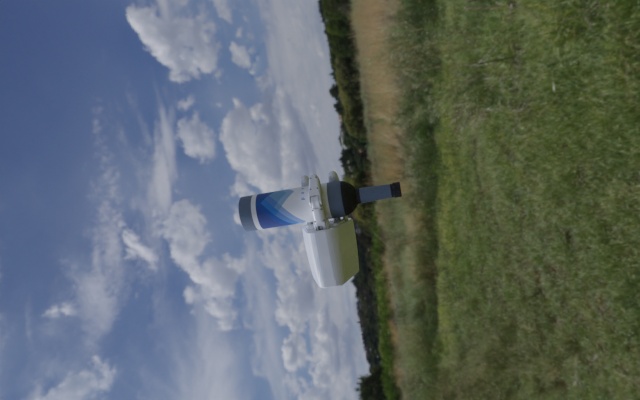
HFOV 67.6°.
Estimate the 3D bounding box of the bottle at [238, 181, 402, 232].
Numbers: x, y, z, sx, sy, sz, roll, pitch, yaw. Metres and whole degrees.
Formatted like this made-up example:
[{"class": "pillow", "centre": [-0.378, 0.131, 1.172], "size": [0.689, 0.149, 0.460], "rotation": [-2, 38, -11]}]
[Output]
[{"class": "bottle", "centre": [0.000, 0.003, 0.878], "size": [0.296, 0.069, 0.069], "rotation": [-9, -2, 9]}]
